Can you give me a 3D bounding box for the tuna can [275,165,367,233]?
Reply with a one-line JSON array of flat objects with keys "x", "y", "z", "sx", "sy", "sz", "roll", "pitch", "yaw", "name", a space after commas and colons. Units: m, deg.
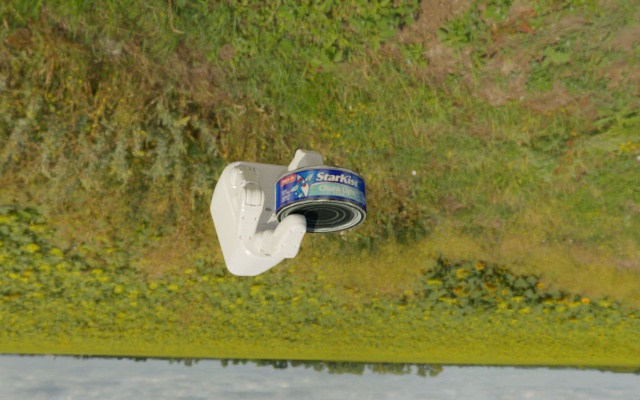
[{"x": 0.000, "y": 0.002, "z": 0.443, "sx": 0.086, "sy": 0.033, "sz": 0.086, "roll": -1, "pitch": -24, "yaw": 0, "name": "tuna can"}]
